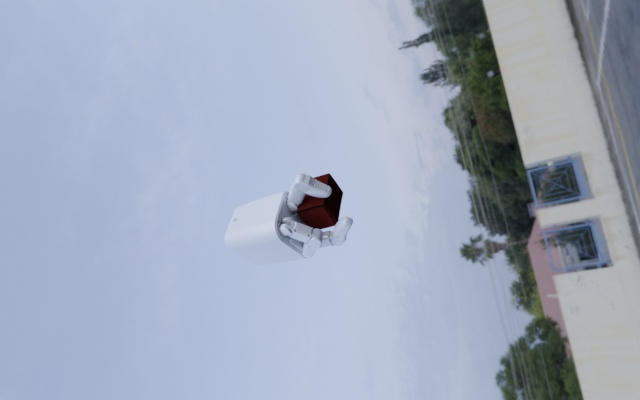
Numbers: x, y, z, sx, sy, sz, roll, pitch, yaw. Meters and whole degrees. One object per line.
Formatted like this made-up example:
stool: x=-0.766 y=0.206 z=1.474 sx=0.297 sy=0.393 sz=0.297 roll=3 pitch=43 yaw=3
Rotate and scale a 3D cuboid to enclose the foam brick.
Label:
foam brick: x=0.000 y=0.002 z=0.796 sx=0.051 sy=0.078 sz=0.053 roll=-16 pitch=-51 yaw=26
